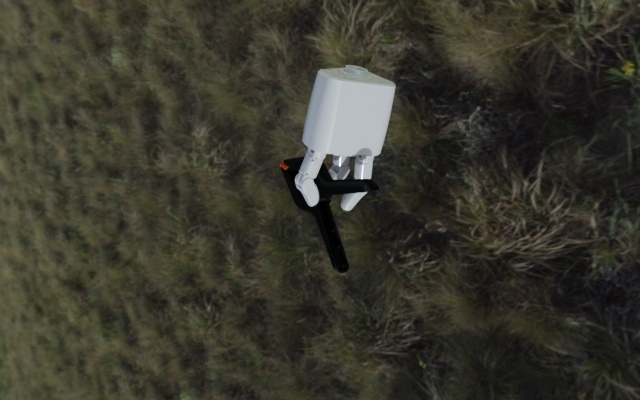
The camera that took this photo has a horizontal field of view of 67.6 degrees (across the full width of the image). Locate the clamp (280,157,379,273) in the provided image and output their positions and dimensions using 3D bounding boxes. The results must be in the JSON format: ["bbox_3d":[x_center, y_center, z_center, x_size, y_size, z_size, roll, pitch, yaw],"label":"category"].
[{"bbox_3d":[-0.001,0.002,0.753,0.036,0.165,0.210,-9,33,-38],"label":"clamp"}]
